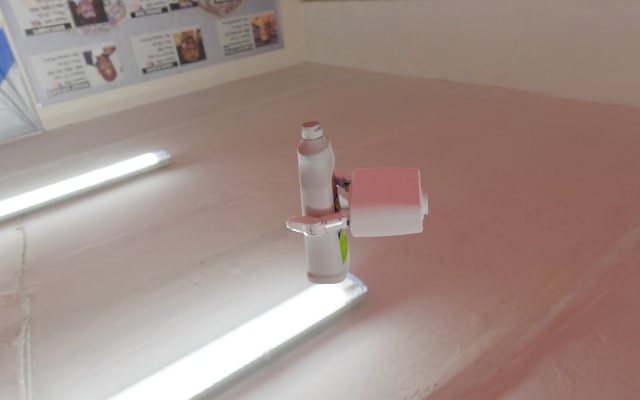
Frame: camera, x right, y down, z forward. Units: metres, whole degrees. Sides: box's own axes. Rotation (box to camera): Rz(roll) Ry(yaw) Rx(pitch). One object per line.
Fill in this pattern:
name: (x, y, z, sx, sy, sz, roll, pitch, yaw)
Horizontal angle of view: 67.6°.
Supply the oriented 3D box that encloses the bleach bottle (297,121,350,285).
bleach bottle: (0.000, 0.002, 0.753, 0.068, 0.251, 0.102, -2, 27, 11)
